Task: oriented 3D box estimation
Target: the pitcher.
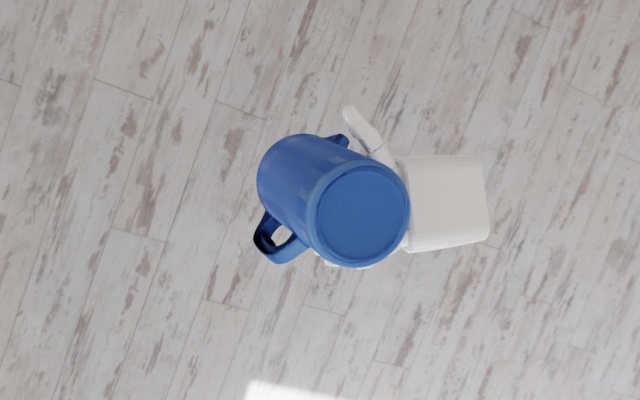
[{"bbox_3d":[0.000,0.002,0.561,0.145,0.149,0.242,-4,11,-15],"label":"pitcher"}]
